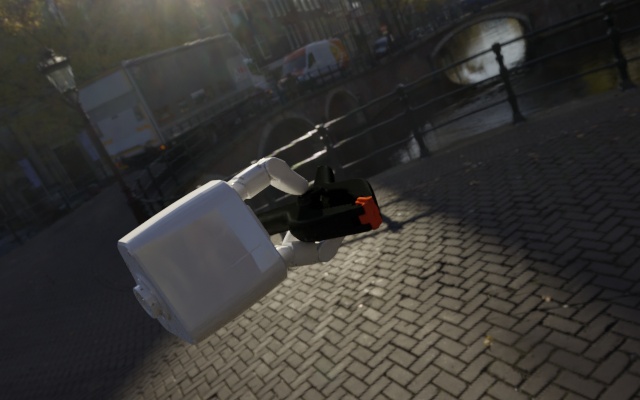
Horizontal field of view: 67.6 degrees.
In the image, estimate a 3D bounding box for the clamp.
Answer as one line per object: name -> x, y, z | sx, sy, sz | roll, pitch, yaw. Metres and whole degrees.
clamp -> 0.000, 0.001, 0.513 | 0.164, 0.036, 0.210 | -37, 20, -31
